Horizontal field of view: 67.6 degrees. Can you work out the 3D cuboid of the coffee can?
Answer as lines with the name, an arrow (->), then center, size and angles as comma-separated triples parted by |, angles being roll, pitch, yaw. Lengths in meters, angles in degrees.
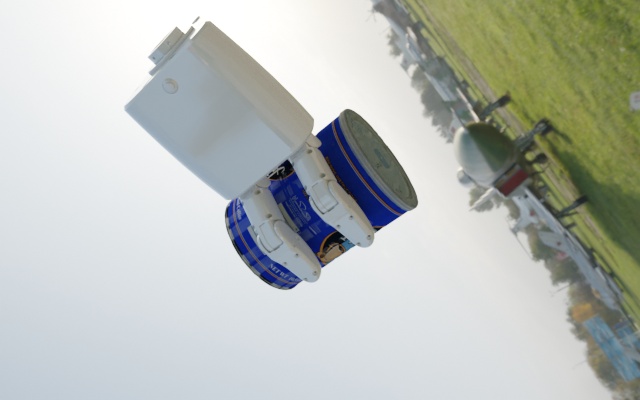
coffee can -> 0.000, 0.001, 0.428 | 0.140, 0.102, 0.103 | -36, -14, 20
